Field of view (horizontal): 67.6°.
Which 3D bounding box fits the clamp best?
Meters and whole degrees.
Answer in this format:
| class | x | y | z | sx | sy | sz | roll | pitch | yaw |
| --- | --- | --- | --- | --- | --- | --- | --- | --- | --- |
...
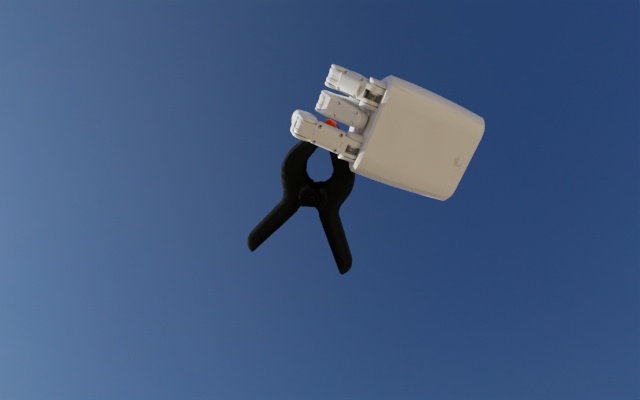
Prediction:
| class | x | y | z | sx | sy | sz | roll | pitch | yaw |
| --- | --- | --- | --- | --- | --- | --- | --- | --- | --- |
| clamp | 0.000 | 0.001 | 0.519 | 0.120 | 0.171 | 0.039 | 20 | 22 | -8 |
